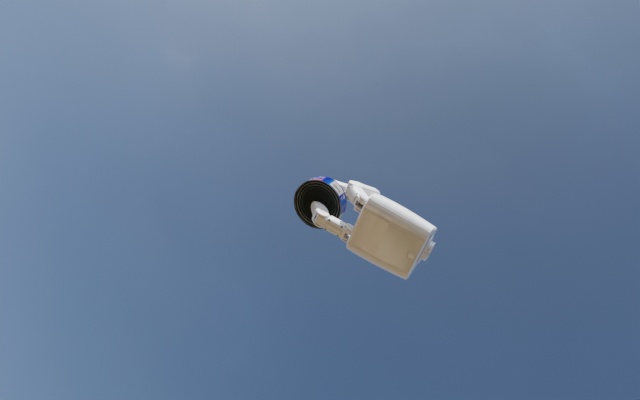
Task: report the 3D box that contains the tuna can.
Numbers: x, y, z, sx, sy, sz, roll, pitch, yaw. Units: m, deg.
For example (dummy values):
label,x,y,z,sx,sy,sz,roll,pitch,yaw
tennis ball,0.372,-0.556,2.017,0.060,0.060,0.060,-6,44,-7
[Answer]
label,x,y,z,sx,sy,sz,roll,pitch,yaw
tuna can,0.000,0.002,0.810,0.086,0.086,0.033,0,16,24
